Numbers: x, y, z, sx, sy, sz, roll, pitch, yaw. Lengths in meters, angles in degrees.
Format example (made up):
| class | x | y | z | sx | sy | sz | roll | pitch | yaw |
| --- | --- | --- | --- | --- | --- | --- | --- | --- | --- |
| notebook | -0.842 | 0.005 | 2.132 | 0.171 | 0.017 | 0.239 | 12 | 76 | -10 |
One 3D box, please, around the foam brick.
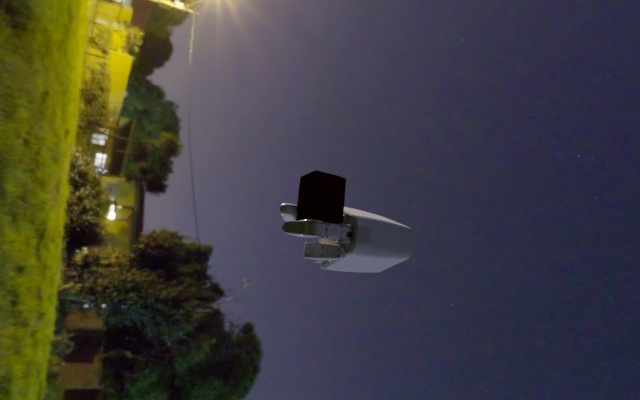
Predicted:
| class | x | y | z | sx | sy | sz | roll | pitch | yaw |
| --- | --- | --- | --- | --- | --- | --- | --- | --- | --- |
| foam brick | 0.000 | 0.002 | 0.694 | 0.051 | 0.078 | 0.053 | 10 | -10 | -26 |
